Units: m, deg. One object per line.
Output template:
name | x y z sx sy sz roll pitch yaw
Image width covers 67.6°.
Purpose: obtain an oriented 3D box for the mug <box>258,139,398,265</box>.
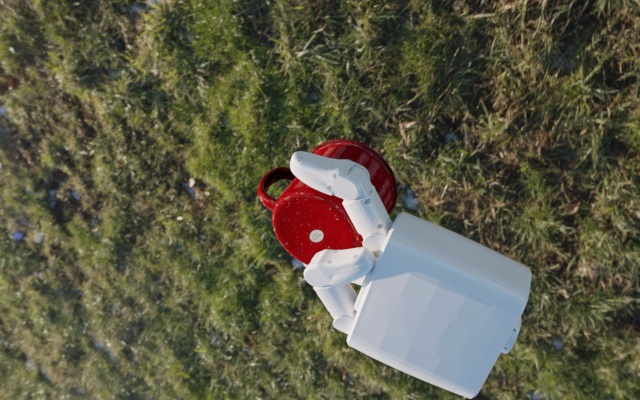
mug | -0.001 0.001 0.417 0.117 0.093 0.081 22 40 13
